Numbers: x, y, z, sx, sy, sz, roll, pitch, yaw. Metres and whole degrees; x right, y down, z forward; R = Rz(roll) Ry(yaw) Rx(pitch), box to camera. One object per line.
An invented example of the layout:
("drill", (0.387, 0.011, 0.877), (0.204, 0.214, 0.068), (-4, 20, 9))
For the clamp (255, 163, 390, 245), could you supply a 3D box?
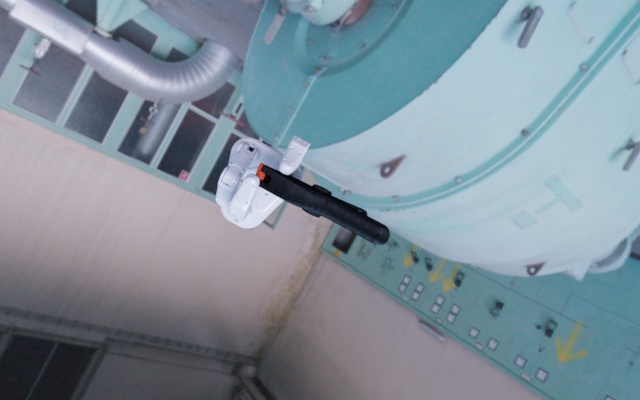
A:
("clamp", (0.000, 0.002, 0.590), (0.171, 0.039, 0.120), (28, -1, -3))
